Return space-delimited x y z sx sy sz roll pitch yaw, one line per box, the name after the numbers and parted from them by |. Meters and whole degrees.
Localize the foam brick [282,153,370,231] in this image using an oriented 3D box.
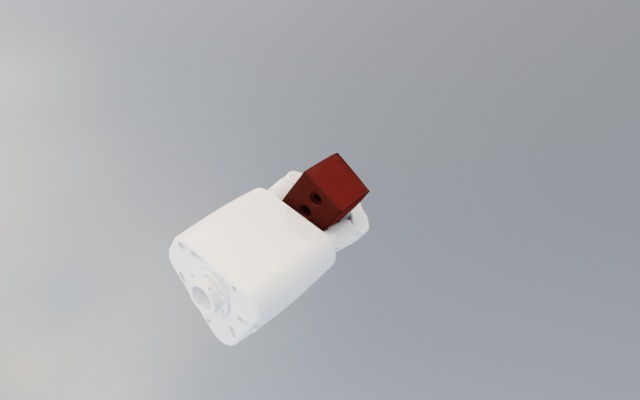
0.000 0.001 0.478 0.051 0.053 0.078 -32 -12 -44 | foam brick
